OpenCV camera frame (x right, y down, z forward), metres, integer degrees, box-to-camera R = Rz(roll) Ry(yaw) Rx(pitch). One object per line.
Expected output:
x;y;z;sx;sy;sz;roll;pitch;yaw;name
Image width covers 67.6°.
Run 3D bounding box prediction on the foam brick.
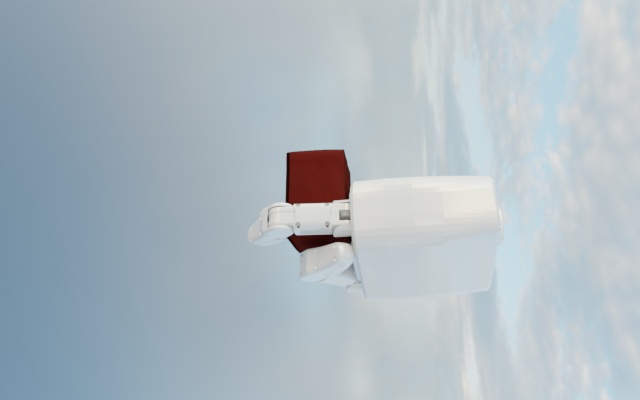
0.000;0.001;0.417;0.051;0.078;0.053;-5;-24;10;foam brick
